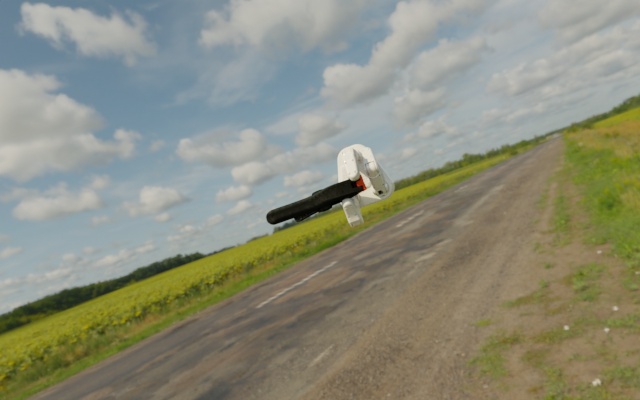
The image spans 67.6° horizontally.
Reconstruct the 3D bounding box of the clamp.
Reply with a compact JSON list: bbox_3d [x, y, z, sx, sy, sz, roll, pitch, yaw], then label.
[{"bbox_3d":[0.000,0.002,0.823,0.171,0.039,0.120,-20,-2,12],"label":"clamp"}]
